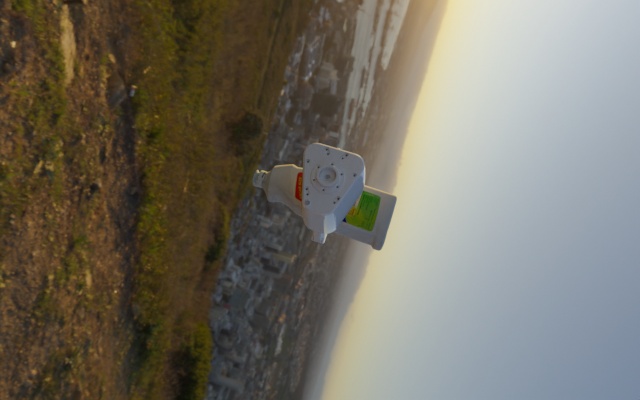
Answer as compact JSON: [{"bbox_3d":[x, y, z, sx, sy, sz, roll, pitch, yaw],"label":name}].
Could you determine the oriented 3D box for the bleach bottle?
[{"bbox_3d":[0.000,0.003,0.838,0.251,0.102,0.068,17,-16,6],"label":"bleach bottle"}]
